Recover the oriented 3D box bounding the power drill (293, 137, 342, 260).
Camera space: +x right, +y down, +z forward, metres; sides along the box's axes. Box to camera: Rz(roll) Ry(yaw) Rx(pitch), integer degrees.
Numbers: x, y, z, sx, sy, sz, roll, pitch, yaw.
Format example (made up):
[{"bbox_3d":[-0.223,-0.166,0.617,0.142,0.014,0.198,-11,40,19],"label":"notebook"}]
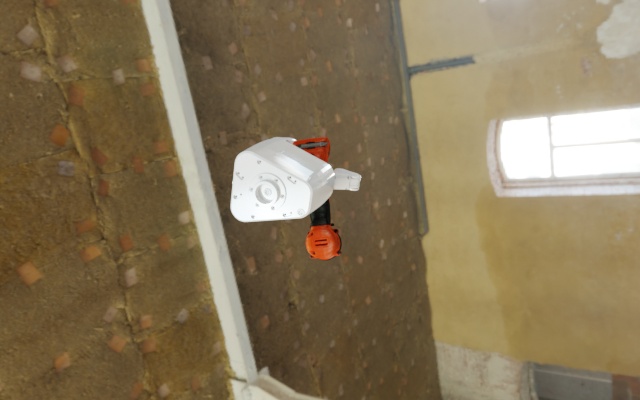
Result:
[{"bbox_3d":[0.000,0.002,0.766,0.057,0.187,0.184,-9,-6,1],"label":"power drill"}]
